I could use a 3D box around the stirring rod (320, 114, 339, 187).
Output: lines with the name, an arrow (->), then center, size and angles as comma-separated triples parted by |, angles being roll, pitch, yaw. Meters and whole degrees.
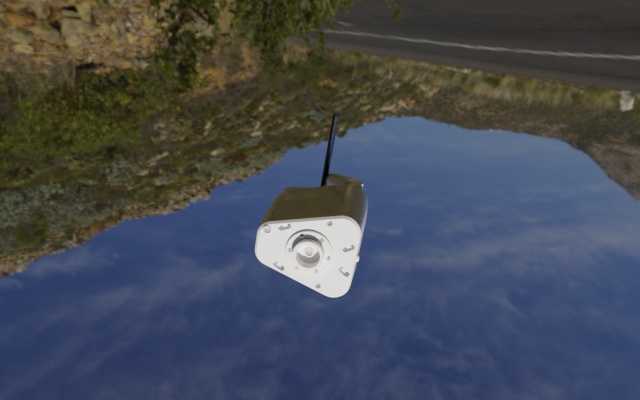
stirring rod -> 0.000, 0.002, 0.654 | 0.011, 0.240, 0.011 | 9, 19, -3
